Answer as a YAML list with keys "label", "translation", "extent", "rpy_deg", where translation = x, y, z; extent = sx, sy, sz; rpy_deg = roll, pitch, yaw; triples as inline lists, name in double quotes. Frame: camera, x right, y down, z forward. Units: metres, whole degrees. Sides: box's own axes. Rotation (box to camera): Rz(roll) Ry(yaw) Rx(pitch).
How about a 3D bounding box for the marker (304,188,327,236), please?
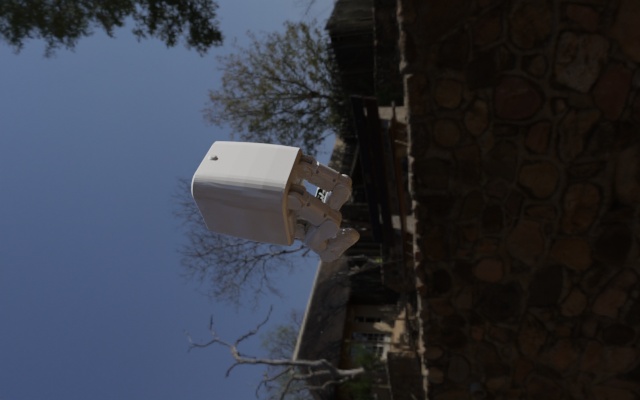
- label: "marker"
  translation: [0.000, 0.002, 0.604]
  extent: [0.020, 0.020, 0.121]
  rpy_deg: [0, 39, 13]
